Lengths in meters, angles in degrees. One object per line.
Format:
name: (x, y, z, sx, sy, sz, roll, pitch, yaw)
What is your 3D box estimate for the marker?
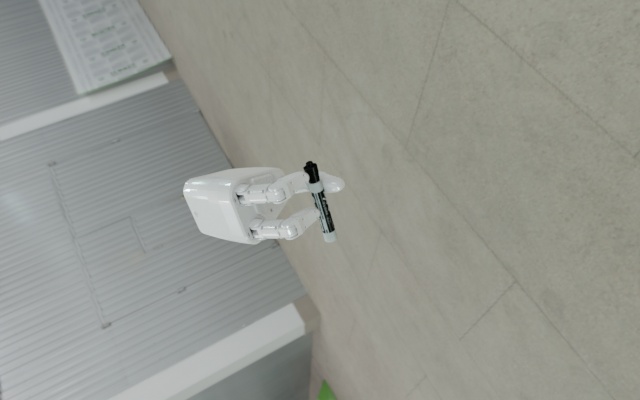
marker: (0.000, 0.002, 0.651, 0.020, 0.121, 0.020, -13, 25, 6)
